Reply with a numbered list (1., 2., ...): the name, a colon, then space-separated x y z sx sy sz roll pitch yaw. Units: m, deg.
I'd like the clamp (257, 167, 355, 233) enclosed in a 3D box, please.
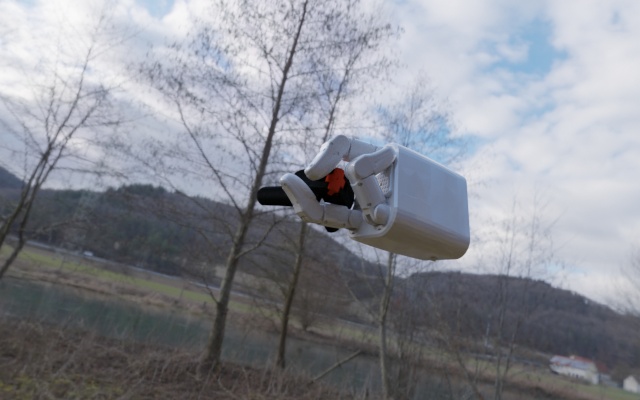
1. clamp: 0.000 0.001 0.584 0.120 0.039 0.171 20 -16 -22
